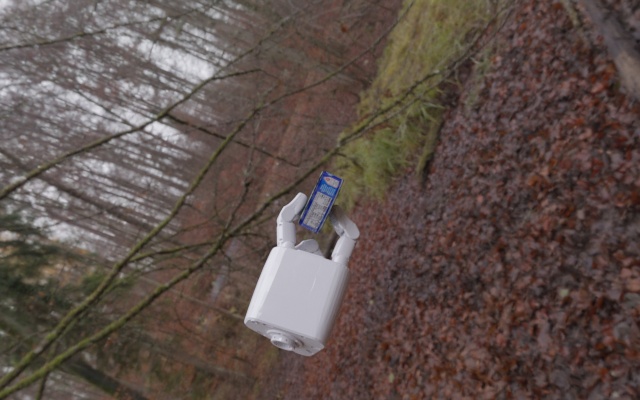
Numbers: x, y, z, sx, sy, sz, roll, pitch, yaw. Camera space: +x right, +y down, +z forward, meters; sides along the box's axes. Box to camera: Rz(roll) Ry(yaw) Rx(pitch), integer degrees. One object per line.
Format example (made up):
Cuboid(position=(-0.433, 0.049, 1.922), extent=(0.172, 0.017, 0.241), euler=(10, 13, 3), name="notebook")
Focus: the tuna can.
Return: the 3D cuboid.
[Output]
Cuboid(position=(0.000, 0.002, 0.677), extent=(0.034, 0.086, 0.086), euler=(25, -1, -1), name="tuna can")
